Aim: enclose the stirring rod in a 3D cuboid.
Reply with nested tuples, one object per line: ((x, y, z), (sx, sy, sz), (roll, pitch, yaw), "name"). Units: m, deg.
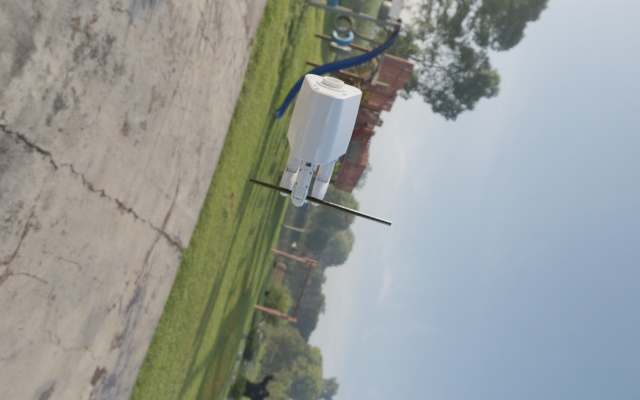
((0.000, 0.002, 0.778), (0.239, 0.011, 0.011), (17, 0, 0), "stirring rod")
